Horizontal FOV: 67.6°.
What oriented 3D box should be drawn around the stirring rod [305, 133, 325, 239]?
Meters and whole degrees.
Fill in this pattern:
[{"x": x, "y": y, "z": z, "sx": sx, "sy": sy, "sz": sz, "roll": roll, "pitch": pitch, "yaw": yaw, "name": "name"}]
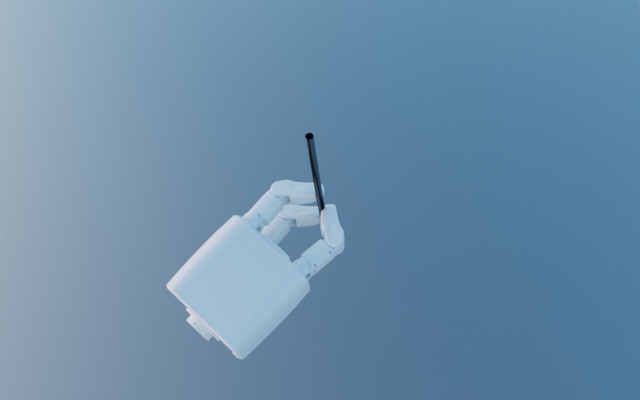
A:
[{"x": 0.000, "y": 0.002, "z": 0.547, "sx": 0.011, "sy": 0.011, "sz": 0.240, "roll": 0, "pitch": -31, "yaw": 6, "name": "stirring rod"}]
